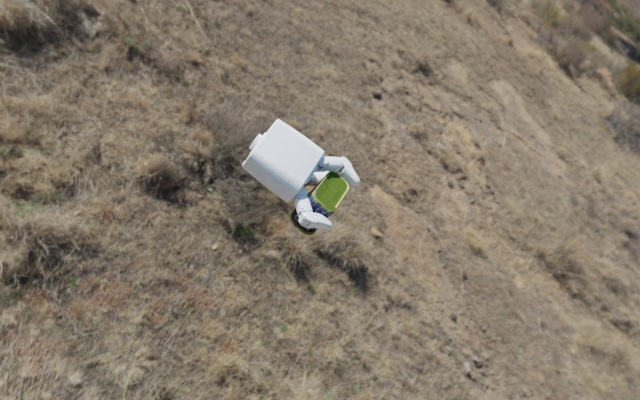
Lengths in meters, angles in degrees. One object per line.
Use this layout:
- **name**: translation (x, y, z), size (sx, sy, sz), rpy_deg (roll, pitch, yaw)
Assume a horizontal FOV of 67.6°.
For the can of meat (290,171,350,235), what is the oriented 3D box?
- **can of meat**: translation (0.000, 0.003, 0.884), size (0.084, 0.057, 0.102), rpy_deg (-45, 7, 43)
